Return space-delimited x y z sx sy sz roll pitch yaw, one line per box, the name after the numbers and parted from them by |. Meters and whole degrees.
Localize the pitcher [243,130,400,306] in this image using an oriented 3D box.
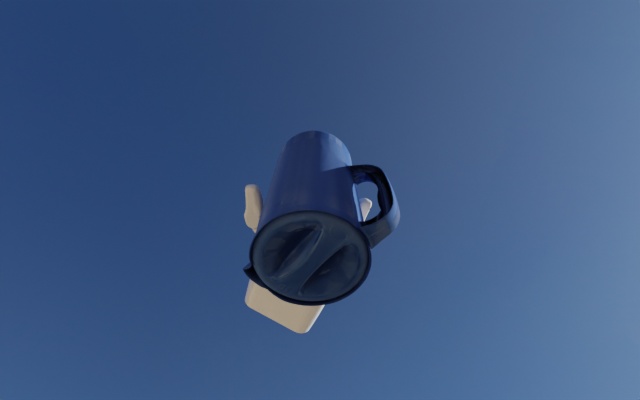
0.000 0.002 0.609 0.149 0.145 0.242 16 31 -9 | pitcher
